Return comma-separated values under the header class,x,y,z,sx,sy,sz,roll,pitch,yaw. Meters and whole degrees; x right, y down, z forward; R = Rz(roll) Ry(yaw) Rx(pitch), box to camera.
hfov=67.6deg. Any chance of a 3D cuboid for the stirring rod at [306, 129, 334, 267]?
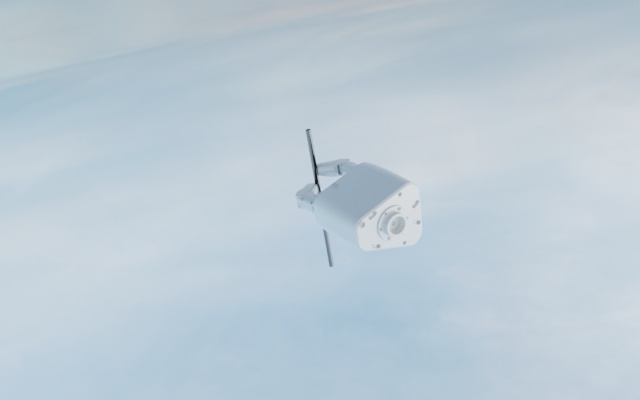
class,x,y,z,sx,sy,sz,roll,pitch,yaw
stirring rod,0.000,0.002,0.763,0.011,0.240,0.011,-8,24,4
